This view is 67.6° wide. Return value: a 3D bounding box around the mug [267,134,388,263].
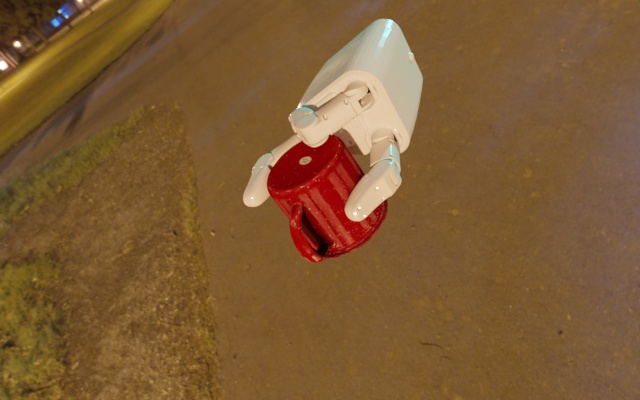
[{"bbox_3d":[-0.001,0.002,0.437,0.093,0.117,0.081,-11,-50,34],"label":"mug"}]
